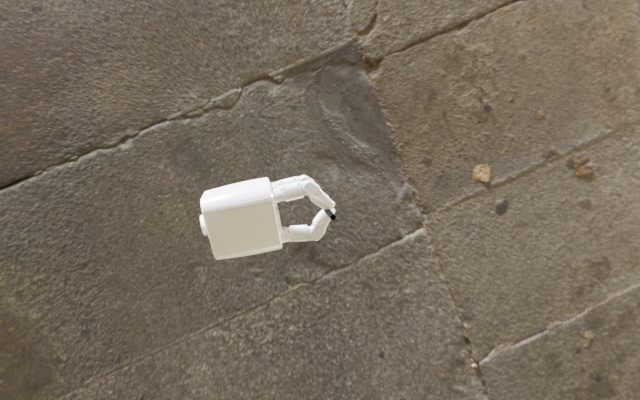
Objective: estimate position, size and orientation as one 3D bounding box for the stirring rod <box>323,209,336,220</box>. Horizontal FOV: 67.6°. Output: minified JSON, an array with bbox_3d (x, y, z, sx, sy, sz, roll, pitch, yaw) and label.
[{"bbox_3d":[0.000,0.003,0.802,0.011,0.011,0.239,0,10,-9],"label":"stirring rod"}]
